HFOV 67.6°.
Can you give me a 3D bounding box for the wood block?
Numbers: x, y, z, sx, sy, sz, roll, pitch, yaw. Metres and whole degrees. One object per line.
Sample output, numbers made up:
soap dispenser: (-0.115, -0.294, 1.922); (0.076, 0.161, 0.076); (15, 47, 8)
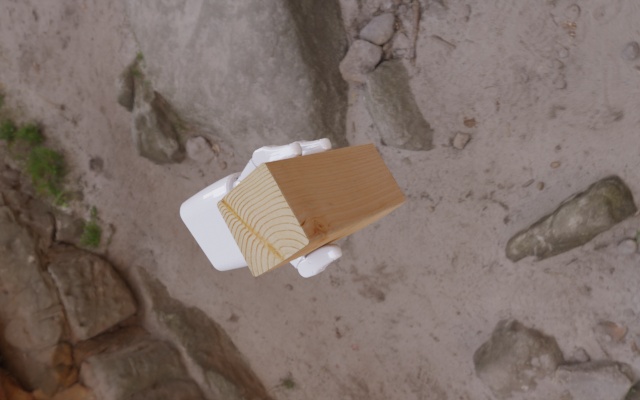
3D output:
wood block: (0.000, 0.002, 0.547); (0.090, 0.091, 0.206); (-35, -10, 36)
